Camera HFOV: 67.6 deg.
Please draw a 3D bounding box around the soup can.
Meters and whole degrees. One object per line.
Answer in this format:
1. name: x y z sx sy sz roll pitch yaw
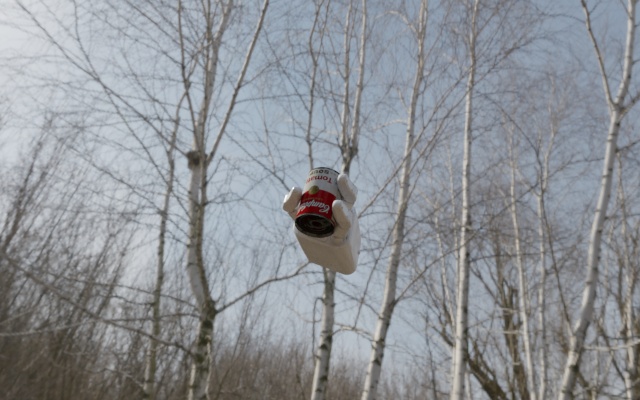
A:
1. soup can: 0.000 0.002 0.807 0.068 0.102 0.069 9 -36 7
